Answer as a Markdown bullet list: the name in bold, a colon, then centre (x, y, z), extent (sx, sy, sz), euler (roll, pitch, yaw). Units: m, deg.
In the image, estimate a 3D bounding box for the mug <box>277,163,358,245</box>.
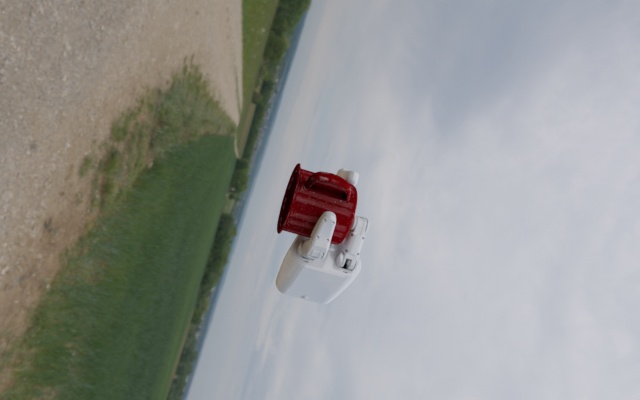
- **mug**: centre (0.001, 0.001, 0.600), extent (0.081, 0.093, 0.117), euler (16, -36, -11)
